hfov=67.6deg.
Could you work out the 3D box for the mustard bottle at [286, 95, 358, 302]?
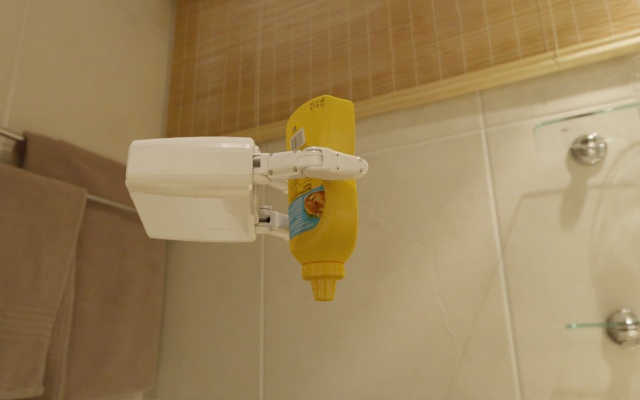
[{"bbox_3d":[0.000,0.001,0.470,0.058,0.191,0.096,8,-20,-28],"label":"mustard bottle"}]
